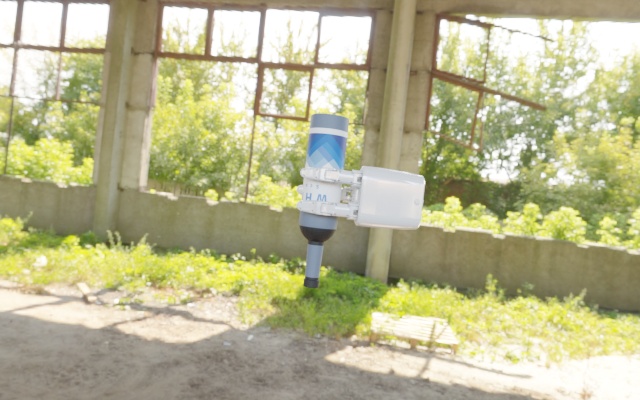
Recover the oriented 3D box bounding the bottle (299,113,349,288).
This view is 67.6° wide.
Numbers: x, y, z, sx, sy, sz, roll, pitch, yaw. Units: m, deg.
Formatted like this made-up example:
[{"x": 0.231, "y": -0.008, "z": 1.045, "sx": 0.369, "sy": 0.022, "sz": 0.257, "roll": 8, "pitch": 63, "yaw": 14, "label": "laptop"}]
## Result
[{"x": 0.000, "y": 0.002, "z": 0.824, "sx": 0.069, "sy": 0.295, "sz": 0.069, "roll": 7, "pitch": 0, "yaw": 0, "label": "bottle"}]
